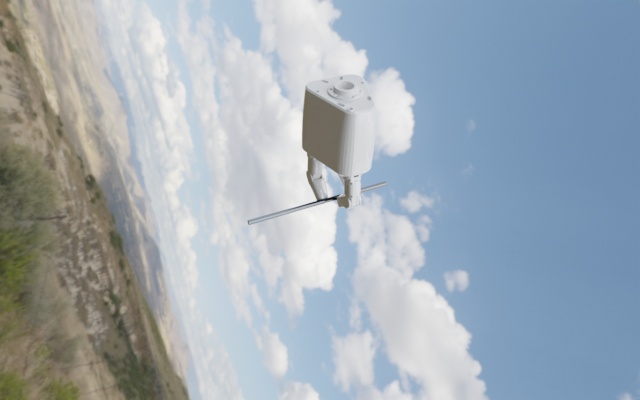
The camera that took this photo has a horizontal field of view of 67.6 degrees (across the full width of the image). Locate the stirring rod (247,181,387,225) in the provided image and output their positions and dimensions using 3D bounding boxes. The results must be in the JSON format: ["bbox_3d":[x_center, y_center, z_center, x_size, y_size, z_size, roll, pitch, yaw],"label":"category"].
[{"bbox_3d":[0.000,0.003,0.759,0.239,0.011,0.011,-16,5,-20],"label":"stirring rod"}]
